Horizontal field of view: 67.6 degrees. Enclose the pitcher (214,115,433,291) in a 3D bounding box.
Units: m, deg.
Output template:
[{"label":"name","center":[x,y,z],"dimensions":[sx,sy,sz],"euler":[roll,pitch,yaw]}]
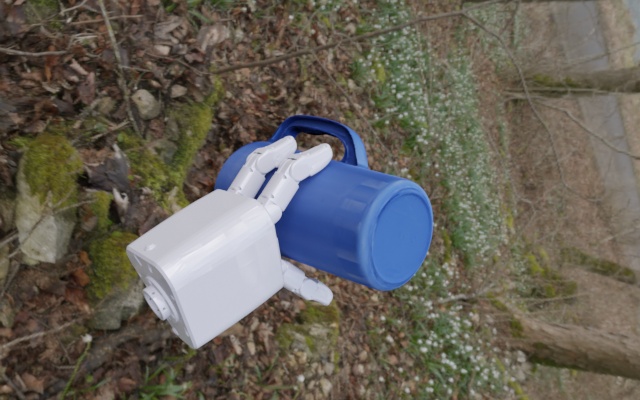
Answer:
[{"label":"pitcher","center":[0.000,0.002,0.529],"dimensions":[0.145,0.149,0.243],"euler":[-35,32,-31]}]
